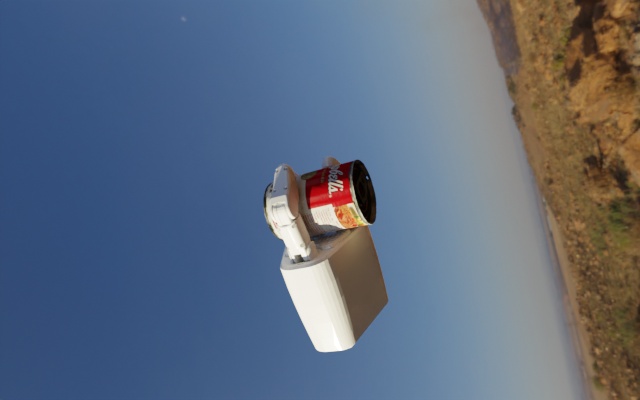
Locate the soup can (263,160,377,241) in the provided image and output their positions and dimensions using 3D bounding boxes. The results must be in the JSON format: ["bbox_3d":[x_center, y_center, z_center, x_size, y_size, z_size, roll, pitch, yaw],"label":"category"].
[{"bbox_3d":[0.000,0.001,0.504,0.102,0.068,0.068,-13,-5,23],"label":"soup can"}]
